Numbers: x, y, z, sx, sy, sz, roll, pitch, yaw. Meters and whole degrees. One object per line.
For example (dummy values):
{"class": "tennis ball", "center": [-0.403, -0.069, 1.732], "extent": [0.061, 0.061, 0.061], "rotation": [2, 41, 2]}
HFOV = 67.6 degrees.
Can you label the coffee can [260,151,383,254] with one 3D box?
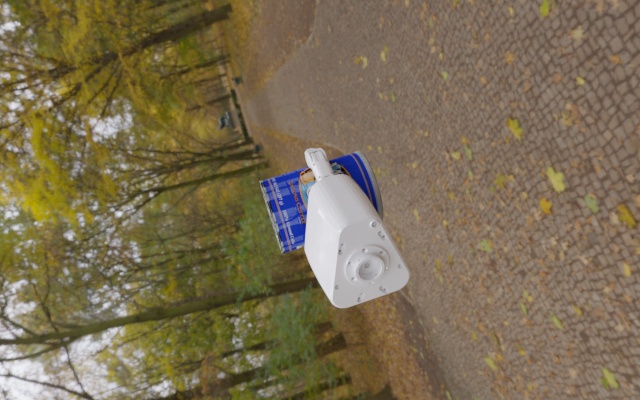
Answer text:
{"class": "coffee can", "center": [0.000, 0.002, 0.643], "extent": [0.140, 0.103, 0.103], "rotation": [-17, 2, -7]}
